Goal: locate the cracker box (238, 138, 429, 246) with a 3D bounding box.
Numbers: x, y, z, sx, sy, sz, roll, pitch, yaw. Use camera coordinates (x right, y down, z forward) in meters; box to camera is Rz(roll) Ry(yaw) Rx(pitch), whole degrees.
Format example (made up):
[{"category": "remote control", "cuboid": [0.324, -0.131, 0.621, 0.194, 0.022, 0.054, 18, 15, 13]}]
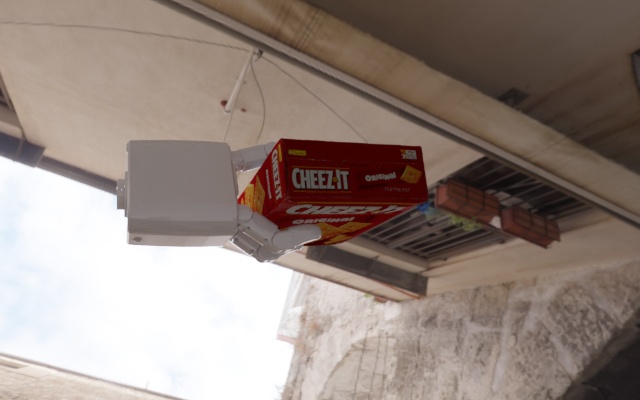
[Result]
[{"category": "cracker box", "cuboid": [0.000, 0.002, 0.572, 0.164, 0.072, 0.214, 0, -16, -23]}]
